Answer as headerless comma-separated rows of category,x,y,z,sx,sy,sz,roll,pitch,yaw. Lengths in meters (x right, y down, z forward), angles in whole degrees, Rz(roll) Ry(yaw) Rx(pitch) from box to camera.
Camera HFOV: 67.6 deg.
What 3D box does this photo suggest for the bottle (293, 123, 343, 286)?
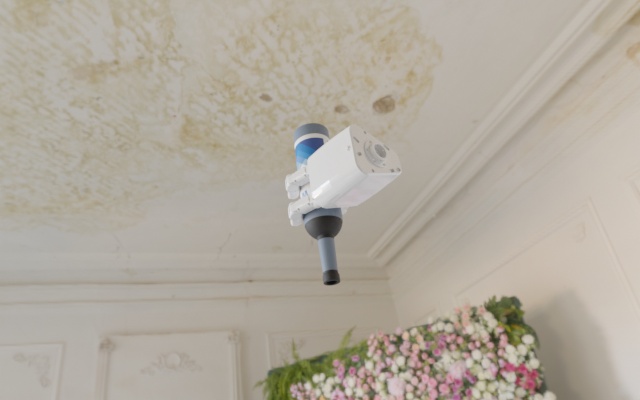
bottle,0.000,0.003,0.826,0.069,0.295,0.069,-6,-29,-3
